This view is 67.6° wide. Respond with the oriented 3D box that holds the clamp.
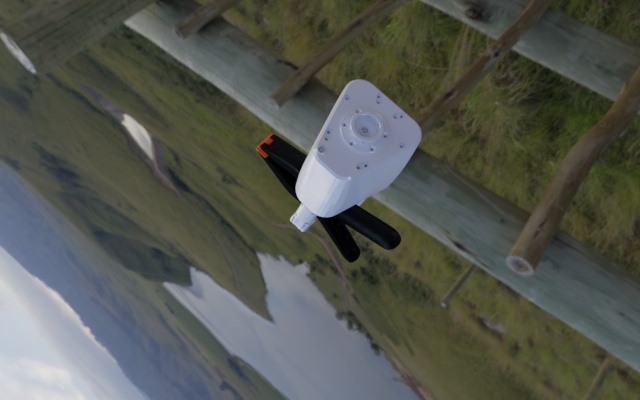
[{"bbox_3d":[-0.001,0.002,0.617,0.036,0.210,0.165,-45,-6,-20],"label":"clamp"}]
